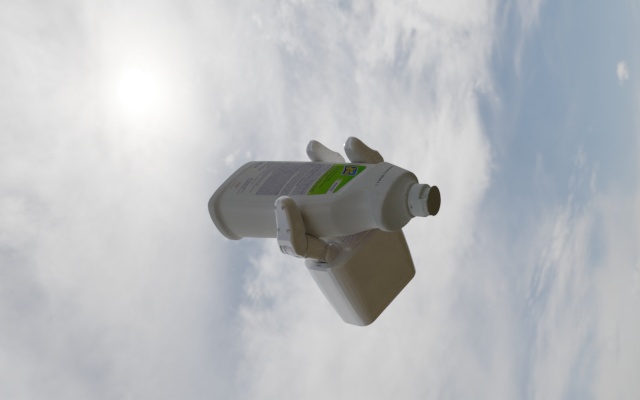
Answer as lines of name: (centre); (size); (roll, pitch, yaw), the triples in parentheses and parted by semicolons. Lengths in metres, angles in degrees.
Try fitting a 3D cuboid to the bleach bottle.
bleach bottle: (0.000, 0.002, 0.501); (0.251, 0.068, 0.102); (3, 42, 39)
